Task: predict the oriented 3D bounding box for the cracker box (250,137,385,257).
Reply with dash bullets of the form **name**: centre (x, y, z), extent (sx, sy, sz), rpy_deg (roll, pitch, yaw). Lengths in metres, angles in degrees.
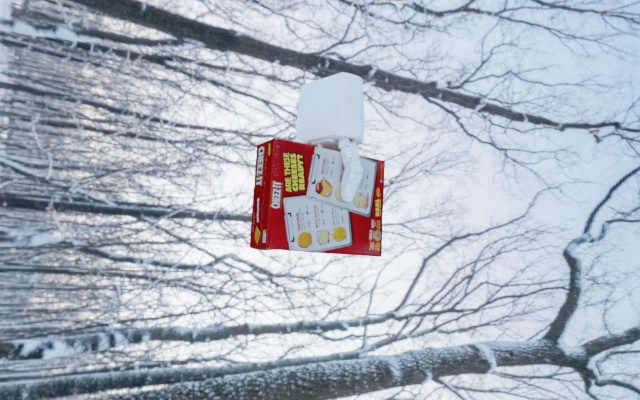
- **cracker box**: centre (0.000, 0.002, 0.761), extent (0.214, 0.164, 0.072), rpy_deg (7, -8, -33)
